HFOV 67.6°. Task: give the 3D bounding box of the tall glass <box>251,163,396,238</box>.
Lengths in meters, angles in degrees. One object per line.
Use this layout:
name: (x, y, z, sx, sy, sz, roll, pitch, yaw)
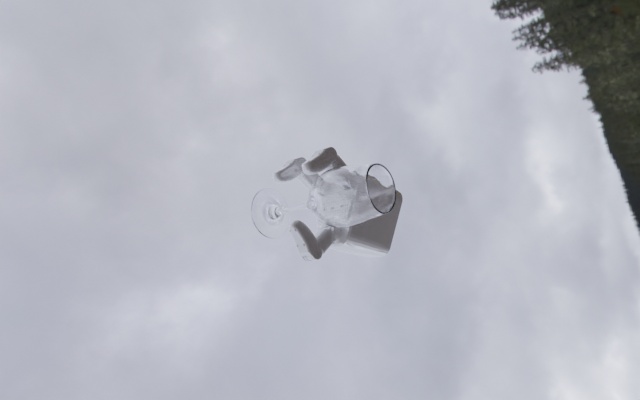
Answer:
tall glass: (-0.001, 0.002, 0.634, 0.201, 0.079, 0.079, -13, -9, 42)
